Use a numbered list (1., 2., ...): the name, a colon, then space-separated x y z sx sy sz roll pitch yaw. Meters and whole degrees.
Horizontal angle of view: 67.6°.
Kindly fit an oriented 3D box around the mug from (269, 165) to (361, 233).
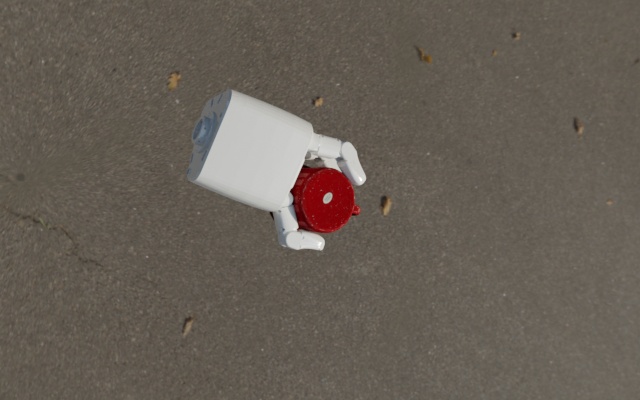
1. mug: 0.001 0.003 0.620 0.117 0.093 0.081 19 -8 -30
